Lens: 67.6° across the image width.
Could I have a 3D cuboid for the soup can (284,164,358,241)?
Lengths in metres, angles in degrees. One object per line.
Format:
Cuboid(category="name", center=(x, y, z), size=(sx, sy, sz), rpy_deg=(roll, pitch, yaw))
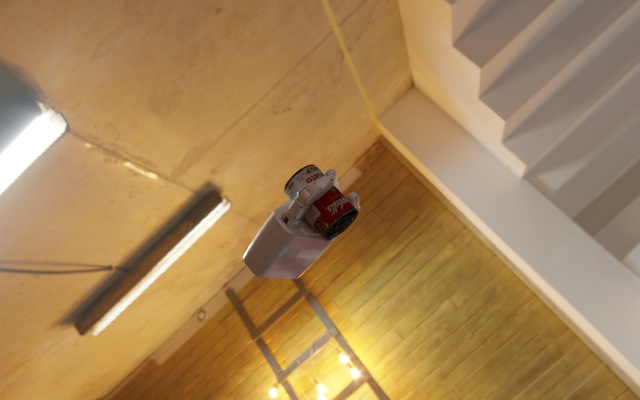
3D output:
Cuboid(category="soup can", center=(0.000, 0.002, 0.734), size=(0.068, 0.102, 0.068), rpy_deg=(-36, -21, -16))
